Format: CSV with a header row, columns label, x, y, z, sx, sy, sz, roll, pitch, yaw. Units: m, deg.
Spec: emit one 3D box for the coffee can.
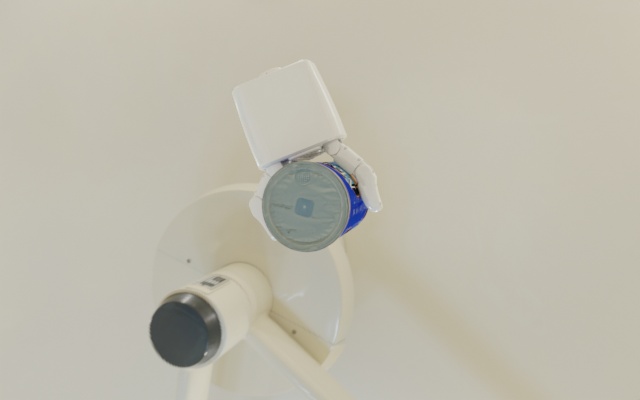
label,x,y,z,sx,sy,sz,roll,pitch,yaw
coffee can,0.000,0.002,0.599,0.103,0.103,0.140,0,5,15
